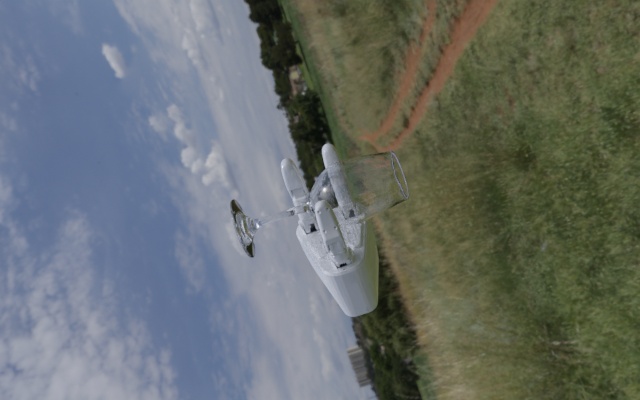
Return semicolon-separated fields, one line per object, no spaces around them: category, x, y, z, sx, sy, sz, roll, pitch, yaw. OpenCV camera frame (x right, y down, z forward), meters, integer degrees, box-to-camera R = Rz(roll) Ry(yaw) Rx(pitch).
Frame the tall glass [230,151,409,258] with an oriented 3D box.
tall glass;-0.001;0.002;0.570;0.201;0.079;0.079;-19;-1;3
